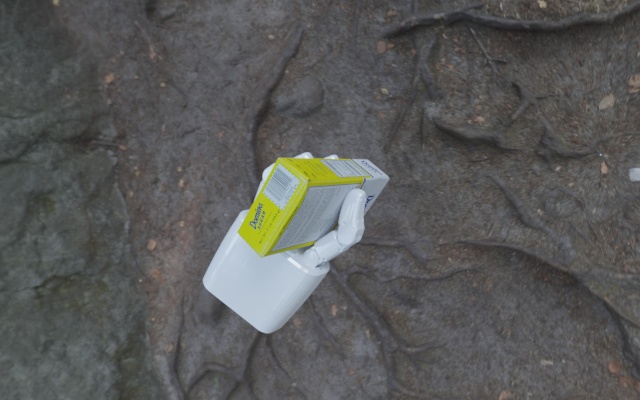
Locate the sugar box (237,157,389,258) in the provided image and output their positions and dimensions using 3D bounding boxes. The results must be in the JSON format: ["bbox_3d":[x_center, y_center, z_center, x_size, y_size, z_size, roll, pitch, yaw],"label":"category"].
[{"bbox_3d":[0.000,0.001,0.514,0.048,0.093,0.176,41,23,21],"label":"sugar box"}]
